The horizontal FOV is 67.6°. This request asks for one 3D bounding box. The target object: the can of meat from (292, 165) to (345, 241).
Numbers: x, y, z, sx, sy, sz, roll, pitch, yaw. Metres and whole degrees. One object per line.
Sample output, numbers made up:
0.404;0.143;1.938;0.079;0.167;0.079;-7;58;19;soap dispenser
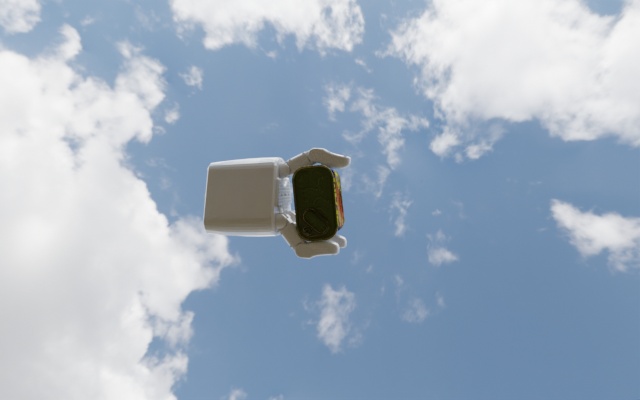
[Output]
0.000;0.002;0.679;0.057;0.102;0.084;-5;1;11;can of meat
